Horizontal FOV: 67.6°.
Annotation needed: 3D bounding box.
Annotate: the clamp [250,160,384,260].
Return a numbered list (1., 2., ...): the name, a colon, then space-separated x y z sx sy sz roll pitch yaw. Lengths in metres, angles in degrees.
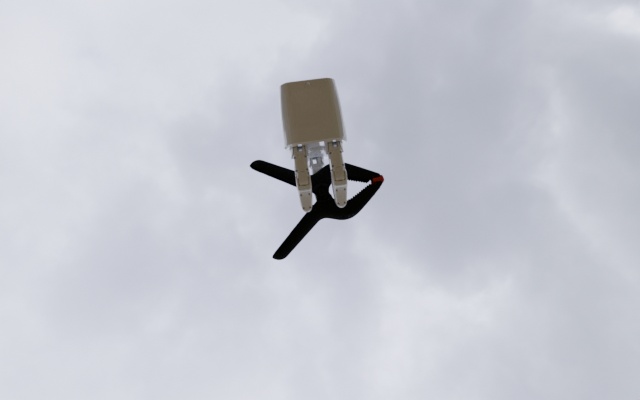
1. clamp: 0.001 0.002 0.763 0.210 0.164 0.036 -8 -10 -3
